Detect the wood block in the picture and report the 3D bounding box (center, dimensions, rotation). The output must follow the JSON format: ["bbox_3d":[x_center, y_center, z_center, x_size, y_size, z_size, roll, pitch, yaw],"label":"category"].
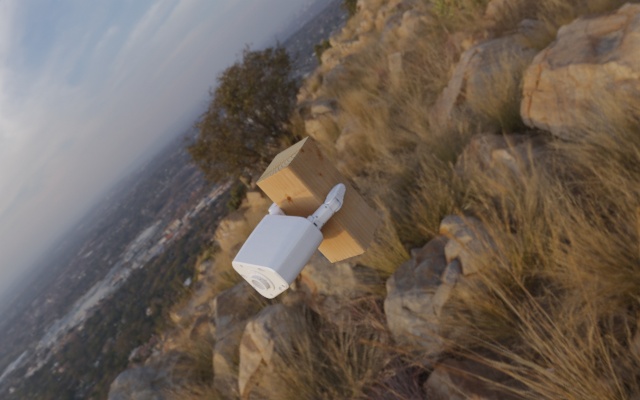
[{"bbox_3d":[0.000,0.003,0.848,0.091,0.206,0.090,-24,26,42],"label":"wood block"}]
